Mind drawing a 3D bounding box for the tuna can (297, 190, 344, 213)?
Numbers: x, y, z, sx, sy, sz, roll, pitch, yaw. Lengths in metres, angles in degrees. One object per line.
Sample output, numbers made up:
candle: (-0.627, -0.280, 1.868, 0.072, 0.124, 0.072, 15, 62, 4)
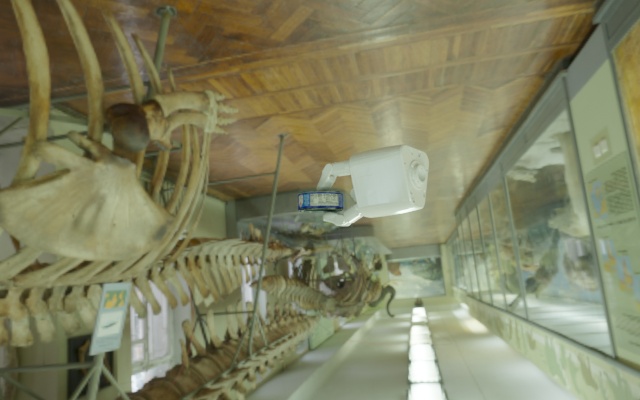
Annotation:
tuna can: (0.000, 0.003, 0.886, 0.086, 0.033, 0.086, -1, -6, 0)
